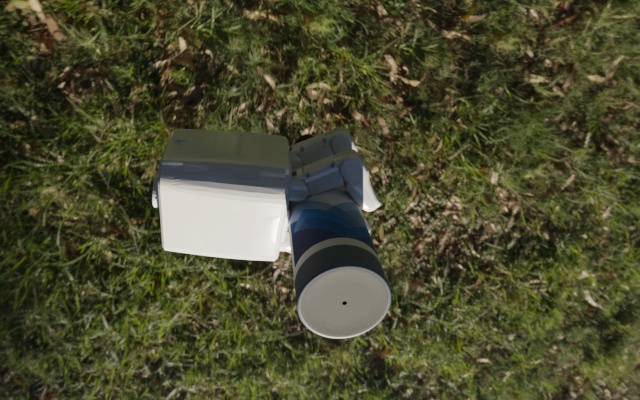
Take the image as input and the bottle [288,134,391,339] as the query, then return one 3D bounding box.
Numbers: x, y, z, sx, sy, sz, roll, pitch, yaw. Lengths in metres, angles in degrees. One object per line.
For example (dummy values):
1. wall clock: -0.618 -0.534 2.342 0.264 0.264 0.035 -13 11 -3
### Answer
1. bottle: 0.000 0.002 0.459 0.069 0.069 0.295 0 29 -7
